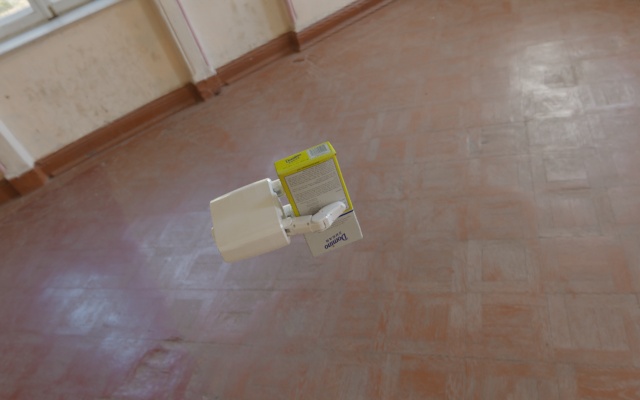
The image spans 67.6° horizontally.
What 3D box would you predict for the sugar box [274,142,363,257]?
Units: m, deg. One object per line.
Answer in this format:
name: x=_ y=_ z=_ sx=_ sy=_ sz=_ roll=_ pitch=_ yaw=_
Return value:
sugar box: x=0.000 y=0.002 z=0.762 sx=0.093 sy=0.176 sz=0.048 roll=-21 pitch=38 yaw=-1
